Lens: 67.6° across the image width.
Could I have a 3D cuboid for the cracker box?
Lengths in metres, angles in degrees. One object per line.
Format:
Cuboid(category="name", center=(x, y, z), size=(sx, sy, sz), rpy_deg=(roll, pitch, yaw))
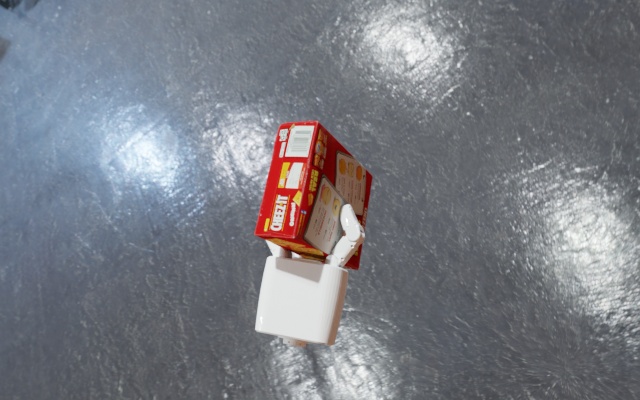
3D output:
Cuboid(category="cracker box", center=(0.000, 0.002, 0.712), size=(0.072, 0.164, 0.214), rpy_deg=(3, -17, 28))
